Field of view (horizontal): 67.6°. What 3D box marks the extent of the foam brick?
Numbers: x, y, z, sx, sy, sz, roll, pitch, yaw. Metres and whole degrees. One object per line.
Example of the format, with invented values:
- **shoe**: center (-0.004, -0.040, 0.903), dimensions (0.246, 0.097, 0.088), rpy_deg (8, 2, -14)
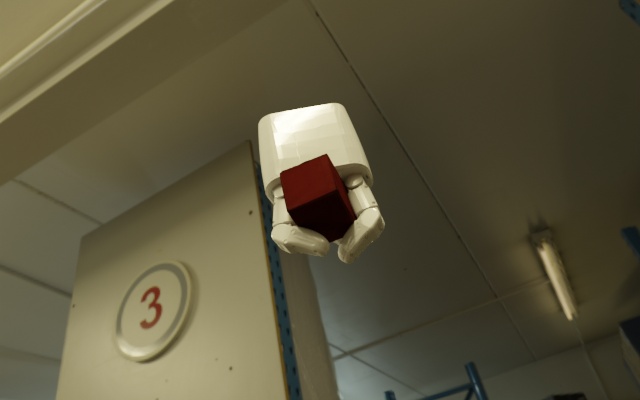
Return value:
- **foam brick**: center (0.000, 0.001, 0.477), dimensions (0.053, 0.051, 0.078), rpy_deg (-21, -37, 9)
